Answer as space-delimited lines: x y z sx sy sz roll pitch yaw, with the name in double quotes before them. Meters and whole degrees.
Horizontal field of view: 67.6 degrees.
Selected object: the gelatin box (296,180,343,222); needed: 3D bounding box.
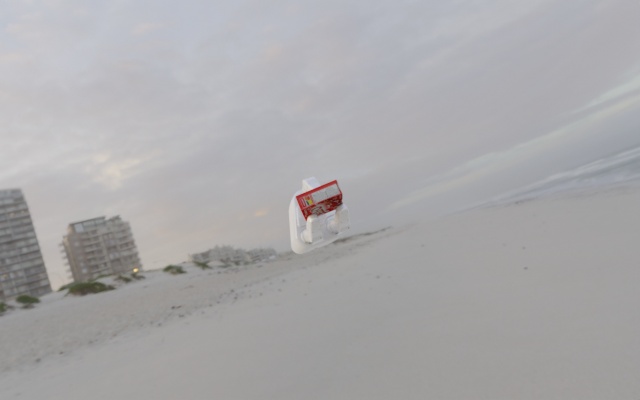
"gelatin box" 0.000 0.002 0.810 0.073 0.030 0.089 -22 -15 -3
